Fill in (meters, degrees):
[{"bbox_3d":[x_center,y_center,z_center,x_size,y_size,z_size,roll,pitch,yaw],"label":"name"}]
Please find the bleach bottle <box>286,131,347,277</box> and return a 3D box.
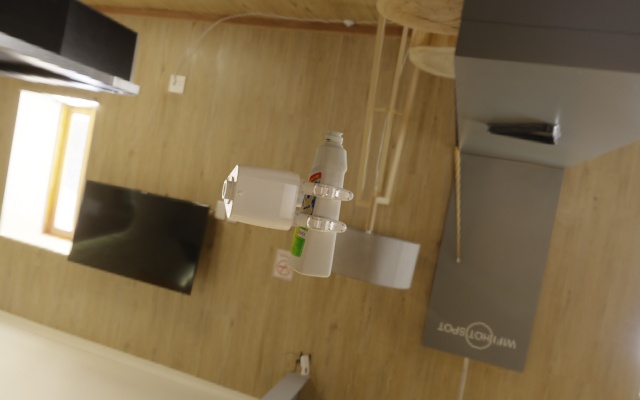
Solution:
[{"bbox_3d":[0.000,0.003,0.849,0.068,0.251,0.102,10,2,-21],"label":"bleach bottle"}]
